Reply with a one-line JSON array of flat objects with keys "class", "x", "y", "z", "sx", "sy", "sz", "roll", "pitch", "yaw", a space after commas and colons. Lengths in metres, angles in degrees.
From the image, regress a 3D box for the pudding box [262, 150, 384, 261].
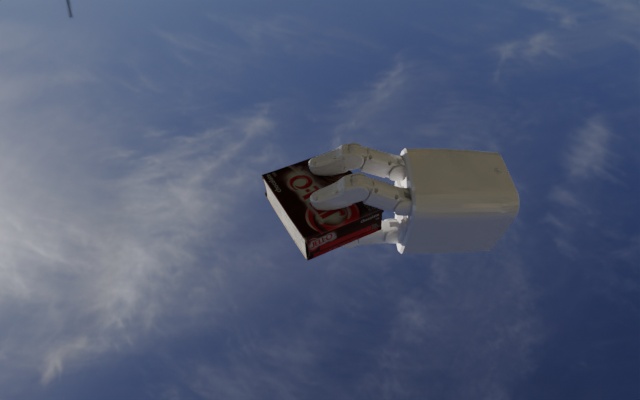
[{"class": "pudding box", "x": 0.000, "y": 0.002, "z": 0.512, "sx": 0.090, "sy": 0.039, "sz": 0.113, "roll": -20, "pitch": 44, "yaw": -19}]
